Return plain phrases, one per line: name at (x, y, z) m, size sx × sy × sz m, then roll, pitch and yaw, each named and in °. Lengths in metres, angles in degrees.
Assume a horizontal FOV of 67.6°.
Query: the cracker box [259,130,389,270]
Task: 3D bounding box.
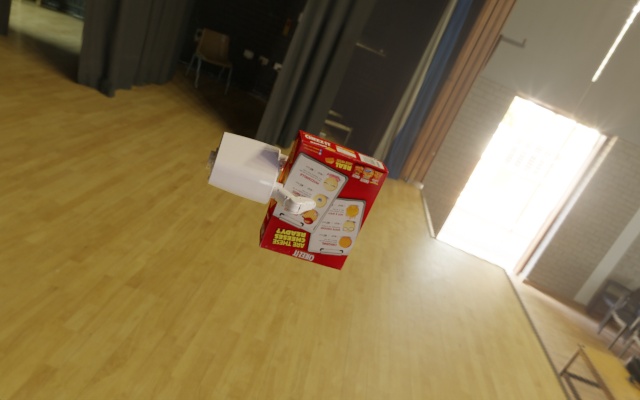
cracker box at (0.000, 0.003, 0.861) m, size 0.164 × 0.214 × 0.072 m, roll 18°, pitch 22°, yaw -14°
